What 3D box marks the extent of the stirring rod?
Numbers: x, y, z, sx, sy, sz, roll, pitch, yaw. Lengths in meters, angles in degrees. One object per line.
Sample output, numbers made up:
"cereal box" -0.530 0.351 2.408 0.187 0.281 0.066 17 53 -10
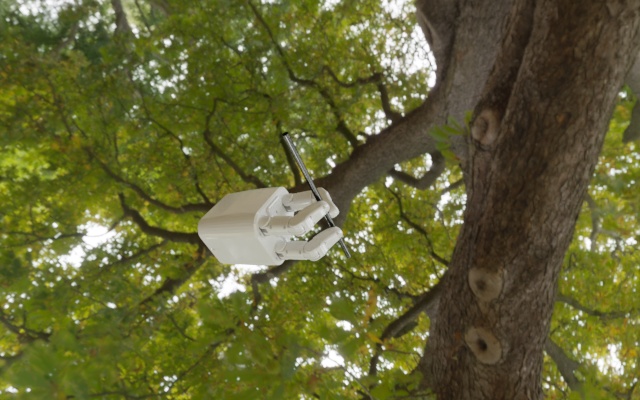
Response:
"stirring rod" 0.000 0.002 0.655 0.011 0.011 0.240 0 -44 29
